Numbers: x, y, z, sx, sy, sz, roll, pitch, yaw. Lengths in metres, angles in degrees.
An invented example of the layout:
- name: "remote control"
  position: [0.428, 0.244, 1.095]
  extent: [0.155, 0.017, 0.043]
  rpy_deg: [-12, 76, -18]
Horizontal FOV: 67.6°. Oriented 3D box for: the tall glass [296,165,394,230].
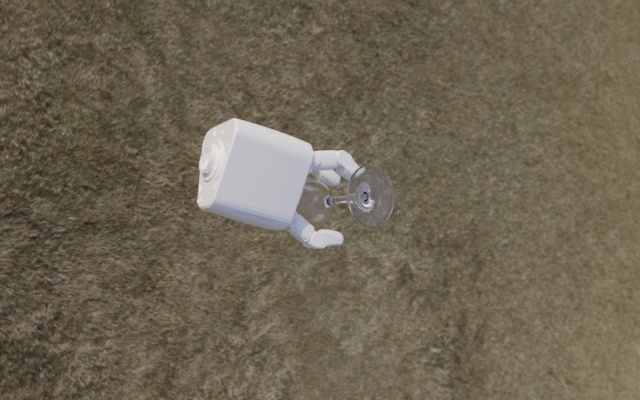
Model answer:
- name: "tall glass"
  position: [0.001, 0.002, 0.639]
  extent: [0.079, 0.079, 0.201]
  rpy_deg: [0, -4, -37]
